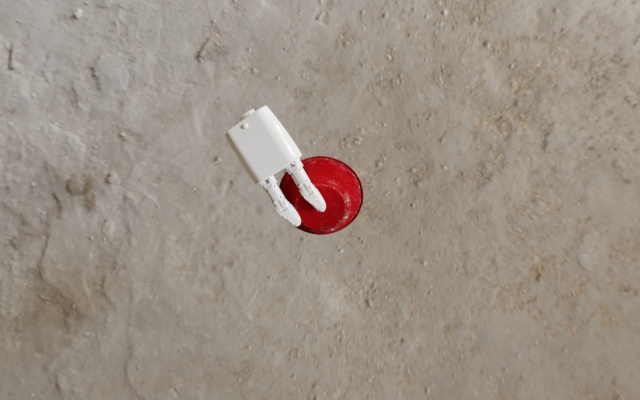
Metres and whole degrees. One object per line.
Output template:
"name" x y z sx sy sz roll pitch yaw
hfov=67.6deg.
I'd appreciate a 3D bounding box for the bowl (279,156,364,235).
"bowl" 0.001 0.004 0.877 0.162 0.162 0.055 0 24 0
